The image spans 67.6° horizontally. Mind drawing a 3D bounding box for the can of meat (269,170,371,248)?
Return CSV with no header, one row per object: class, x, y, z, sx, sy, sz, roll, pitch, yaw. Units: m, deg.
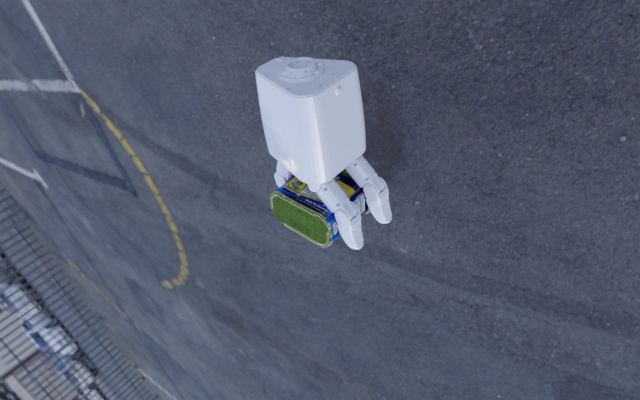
can of meat,0.000,0.002,0.593,0.102,0.057,0.084,27,50,31
